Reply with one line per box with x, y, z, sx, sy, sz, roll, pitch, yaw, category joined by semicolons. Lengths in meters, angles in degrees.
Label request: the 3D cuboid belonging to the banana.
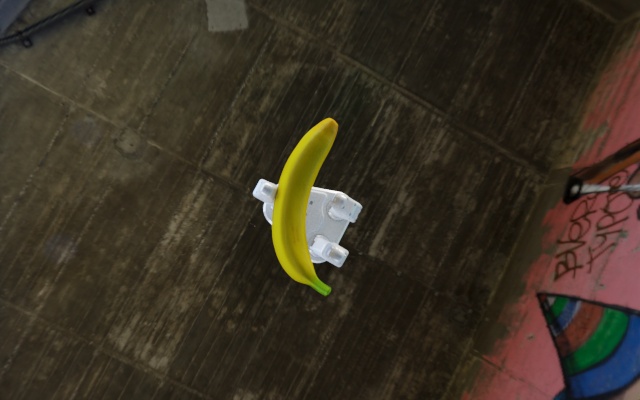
-0.019;0.004;0.534;0.069;0.198;0.037;2;-6;0;banana
